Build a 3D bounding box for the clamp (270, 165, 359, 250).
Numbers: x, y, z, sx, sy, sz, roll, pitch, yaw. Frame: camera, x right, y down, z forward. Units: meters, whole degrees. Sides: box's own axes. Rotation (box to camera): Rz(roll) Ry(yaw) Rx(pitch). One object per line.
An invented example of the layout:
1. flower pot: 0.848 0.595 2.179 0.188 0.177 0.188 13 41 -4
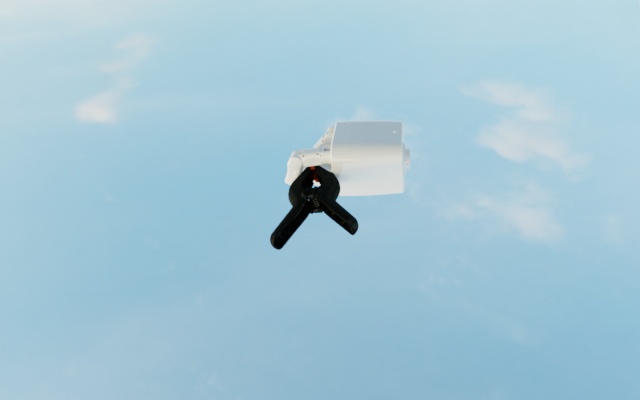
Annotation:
1. clamp: 0.000 0.003 0.687 0.120 0.039 0.171 -2 41 12
